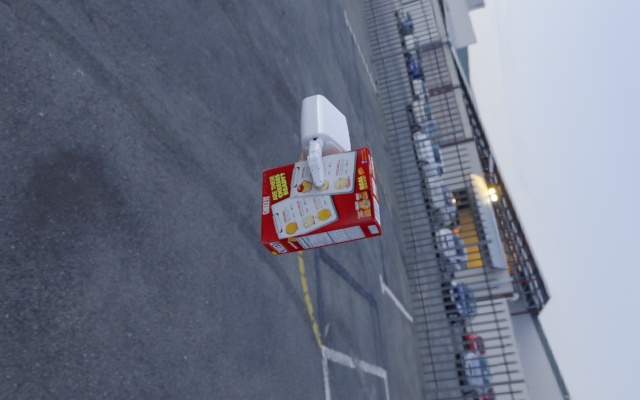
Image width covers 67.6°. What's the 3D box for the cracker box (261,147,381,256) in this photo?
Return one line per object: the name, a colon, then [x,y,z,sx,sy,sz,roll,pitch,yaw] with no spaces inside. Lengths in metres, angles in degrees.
cracker box: [0.000,0.003,0.896,0.214,0.164,0.072,-12,-34,15]
